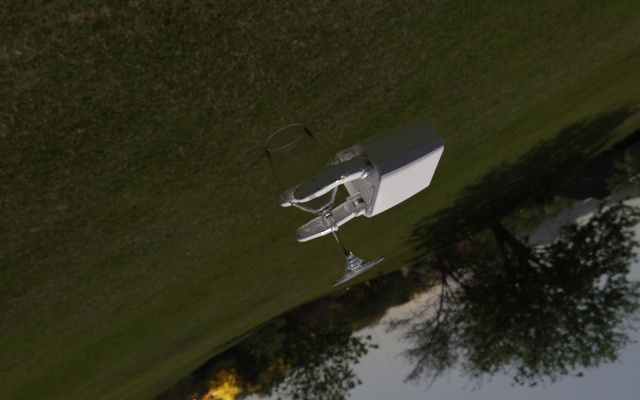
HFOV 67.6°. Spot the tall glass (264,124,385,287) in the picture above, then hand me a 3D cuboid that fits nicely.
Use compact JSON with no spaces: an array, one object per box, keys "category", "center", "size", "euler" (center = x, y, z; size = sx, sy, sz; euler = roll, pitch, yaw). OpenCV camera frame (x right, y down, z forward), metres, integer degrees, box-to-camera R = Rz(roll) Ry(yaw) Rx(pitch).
[{"category":"tall glass","center":[0.000,0.003,0.604],"size":[0.079,0.201,0.079],"euler":[-27,-13,-7]}]
